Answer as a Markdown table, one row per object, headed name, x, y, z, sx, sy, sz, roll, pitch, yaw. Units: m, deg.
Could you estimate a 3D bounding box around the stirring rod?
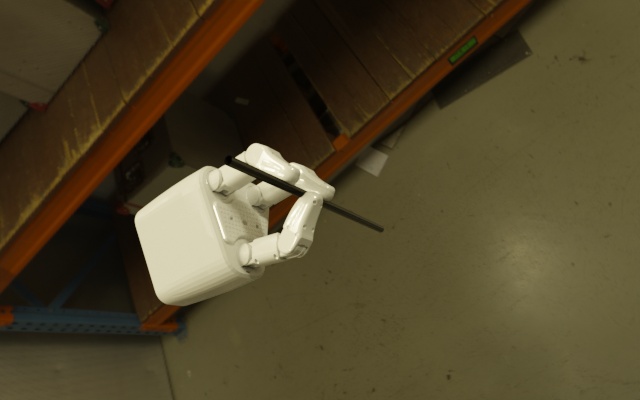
| name | x | y | z | sx | sy | sz | roll | pitch | yaw |
| --- | --- | --- | --- | --- | --- | --- | --- | --- | --- |
| stirring rod | 0.000 | 0.002 | 0.446 | 0.011 | 0.011 | 0.239 | 0 | -15 | 36 |
